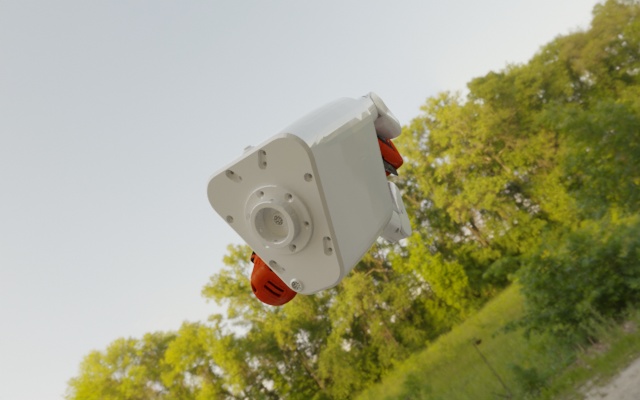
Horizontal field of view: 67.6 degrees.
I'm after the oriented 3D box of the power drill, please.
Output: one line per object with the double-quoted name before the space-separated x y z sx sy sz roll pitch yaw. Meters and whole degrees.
"power drill" 0.000 0.001 0.496 0.057 0.188 0.184 34 15 -12
